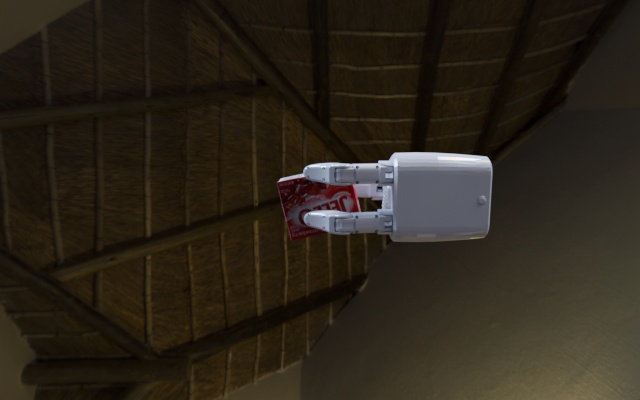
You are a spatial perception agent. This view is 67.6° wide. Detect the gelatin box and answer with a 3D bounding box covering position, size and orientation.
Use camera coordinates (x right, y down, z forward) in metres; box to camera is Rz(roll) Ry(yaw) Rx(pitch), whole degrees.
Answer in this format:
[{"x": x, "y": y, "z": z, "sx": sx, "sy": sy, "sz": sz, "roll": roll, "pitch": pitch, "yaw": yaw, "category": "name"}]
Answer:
[{"x": 0.000, "y": 0.002, "z": 0.568, "sx": 0.089, "sy": 0.073, "sz": 0.030, "roll": -12, "pitch": 10, "yaw": 7, "category": "gelatin box"}]
